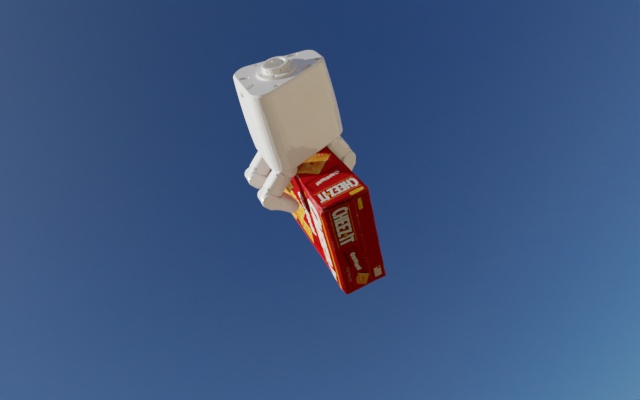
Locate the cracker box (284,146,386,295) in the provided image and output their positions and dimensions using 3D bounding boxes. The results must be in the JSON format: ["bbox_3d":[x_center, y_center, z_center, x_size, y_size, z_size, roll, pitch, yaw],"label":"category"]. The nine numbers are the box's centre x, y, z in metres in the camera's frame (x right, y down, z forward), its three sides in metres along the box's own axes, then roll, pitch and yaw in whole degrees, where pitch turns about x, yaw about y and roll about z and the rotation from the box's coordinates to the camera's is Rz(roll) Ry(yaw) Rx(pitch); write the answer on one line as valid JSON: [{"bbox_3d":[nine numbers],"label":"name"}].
[{"bbox_3d":[0.000,0.002,0.673,0.072,0.164,0.213,-26,41,-10],"label":"cracker box"}]
